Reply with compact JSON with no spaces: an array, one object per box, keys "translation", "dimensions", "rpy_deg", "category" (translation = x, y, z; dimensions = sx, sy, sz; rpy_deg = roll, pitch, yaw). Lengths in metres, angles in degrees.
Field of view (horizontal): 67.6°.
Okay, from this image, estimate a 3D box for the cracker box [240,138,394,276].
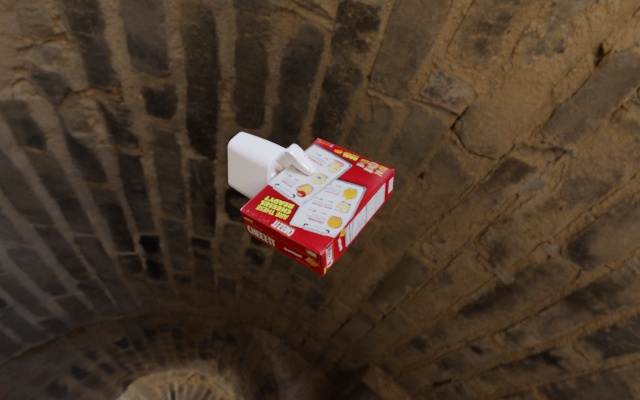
[{"translation":[0.000,0.002,0.805],"dimensions":[0.164,0.072,0.213],"rpy_deg":[26,55,27],"category":"cracker box"}]
